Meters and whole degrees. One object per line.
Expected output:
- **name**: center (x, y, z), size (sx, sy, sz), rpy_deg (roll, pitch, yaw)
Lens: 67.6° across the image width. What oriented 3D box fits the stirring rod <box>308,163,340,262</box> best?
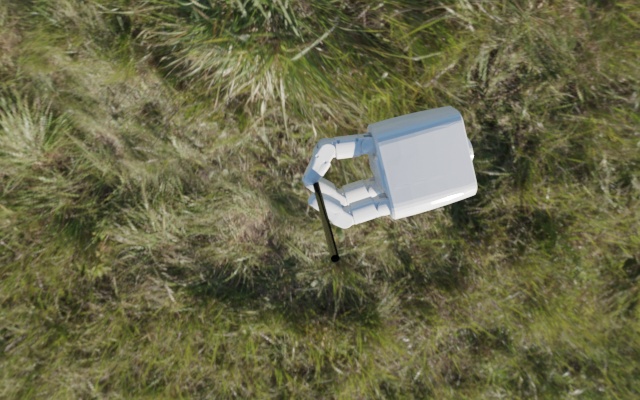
- **stirring rod**: center (0.000, 0.002, 0.533), size (0.011, 0.011, 0.239), rpy_deg (0, 25, -7)
